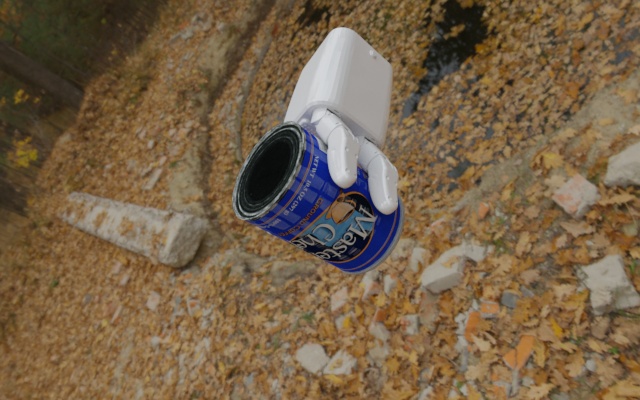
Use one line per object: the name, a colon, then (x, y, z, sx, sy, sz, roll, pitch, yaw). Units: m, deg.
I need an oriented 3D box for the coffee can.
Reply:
coffee can: (0.000, 0.002, 0.473, 0.140, 0.102, 0.103, 31, -18, -33)
